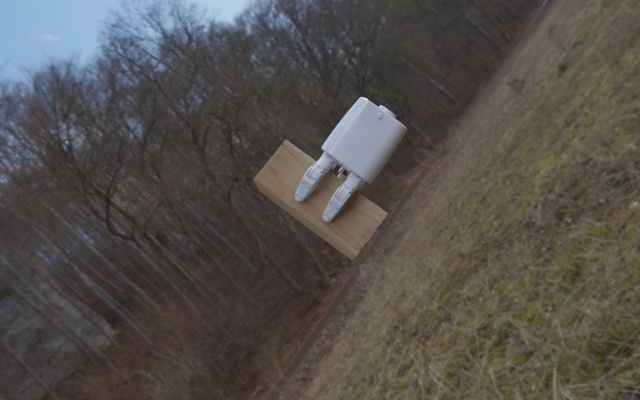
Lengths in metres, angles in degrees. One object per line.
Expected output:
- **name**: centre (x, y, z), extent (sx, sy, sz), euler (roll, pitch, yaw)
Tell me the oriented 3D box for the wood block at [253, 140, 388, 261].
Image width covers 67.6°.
- **wood block**: centre (0.000, 0.002, 0.805), extent (0.206, 0.090, 0.091), euler (37, -8, 7)
